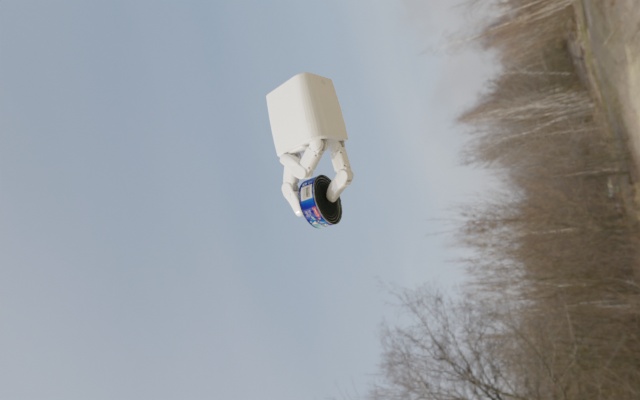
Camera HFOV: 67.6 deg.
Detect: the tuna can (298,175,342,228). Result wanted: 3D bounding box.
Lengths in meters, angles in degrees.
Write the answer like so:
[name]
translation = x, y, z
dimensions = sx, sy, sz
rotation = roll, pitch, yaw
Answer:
[tuna can]
translation = 0.000, 0.003, 0.793
dimensions = 0.034, 0.086, 0.086
rotation = -19, -9, 28
